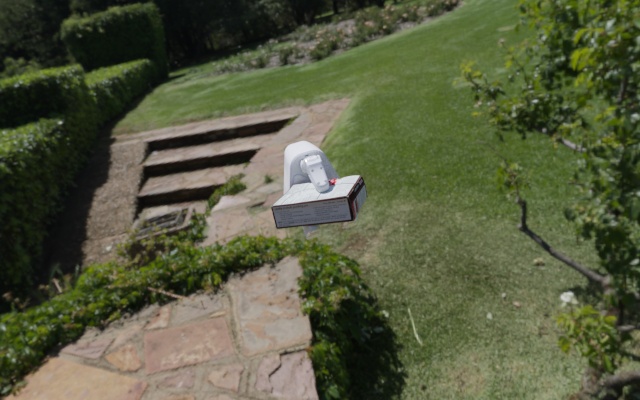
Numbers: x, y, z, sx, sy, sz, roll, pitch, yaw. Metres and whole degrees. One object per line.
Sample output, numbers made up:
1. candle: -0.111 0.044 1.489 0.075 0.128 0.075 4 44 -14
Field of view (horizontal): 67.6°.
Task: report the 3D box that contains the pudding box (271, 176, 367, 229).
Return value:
1. pudding box: 0.000 0.002 0.660 0.113 0.039 0.090 -9 19 21
